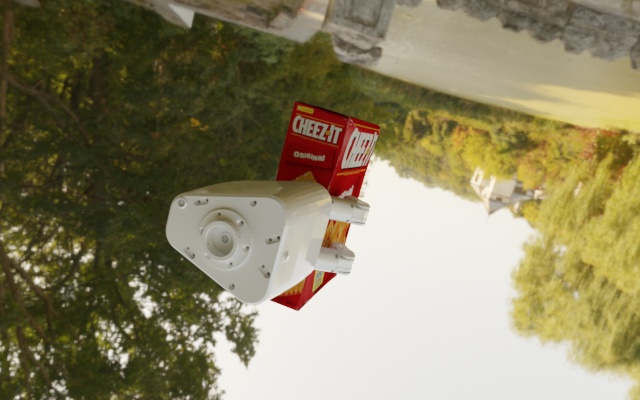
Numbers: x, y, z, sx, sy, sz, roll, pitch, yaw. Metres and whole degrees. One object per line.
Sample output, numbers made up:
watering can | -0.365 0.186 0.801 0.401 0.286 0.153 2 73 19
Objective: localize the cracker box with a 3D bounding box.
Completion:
cracker box | 0.000 0.002 0.569 0.072 0.214 0.164 19 11 15
